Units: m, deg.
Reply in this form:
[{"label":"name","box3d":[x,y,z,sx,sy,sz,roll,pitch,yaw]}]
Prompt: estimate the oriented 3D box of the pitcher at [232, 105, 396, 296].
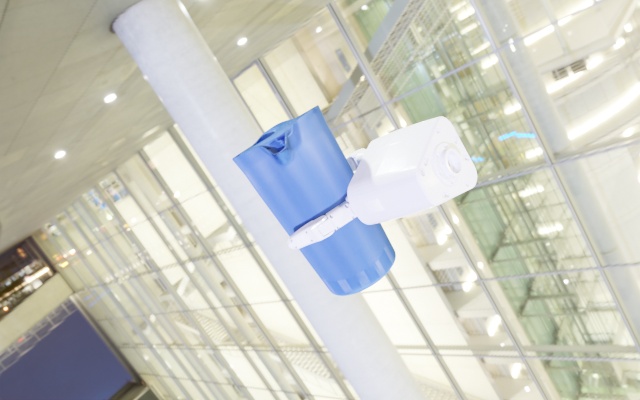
[{"label":"pitcher","box3d":[0.000,0.002,0.659,0.145,0.243,0.149,-19,17,47]}]
